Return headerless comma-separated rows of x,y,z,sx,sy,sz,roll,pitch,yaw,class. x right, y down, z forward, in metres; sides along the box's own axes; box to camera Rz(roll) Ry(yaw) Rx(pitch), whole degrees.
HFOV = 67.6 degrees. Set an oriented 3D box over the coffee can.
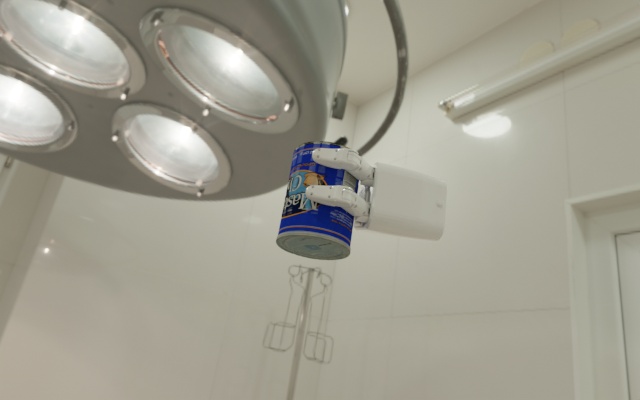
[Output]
0.000,0.002,0.675,0.103,0.140,0.103,8,-22,3,coffee can
